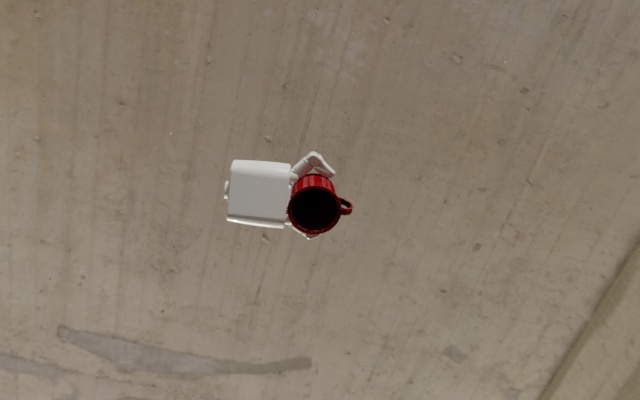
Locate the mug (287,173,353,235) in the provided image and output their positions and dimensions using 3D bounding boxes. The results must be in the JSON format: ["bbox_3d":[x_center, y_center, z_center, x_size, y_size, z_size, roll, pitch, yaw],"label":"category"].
[{"bbox_3d":[0.002,0.003,0.852,0.117,0.093,0.081,7,23,-6],"label":"mug"}]
